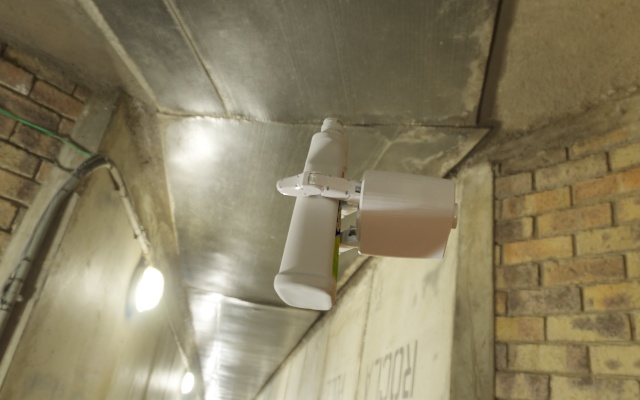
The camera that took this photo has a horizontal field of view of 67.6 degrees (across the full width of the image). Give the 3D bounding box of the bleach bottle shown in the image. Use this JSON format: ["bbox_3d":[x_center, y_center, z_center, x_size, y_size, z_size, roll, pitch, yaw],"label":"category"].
[{"bbox_3d":[0.000,0.002,0.599,0.068,0.250,0.103,5,-25,8],"label":"bleach bottle"}]
